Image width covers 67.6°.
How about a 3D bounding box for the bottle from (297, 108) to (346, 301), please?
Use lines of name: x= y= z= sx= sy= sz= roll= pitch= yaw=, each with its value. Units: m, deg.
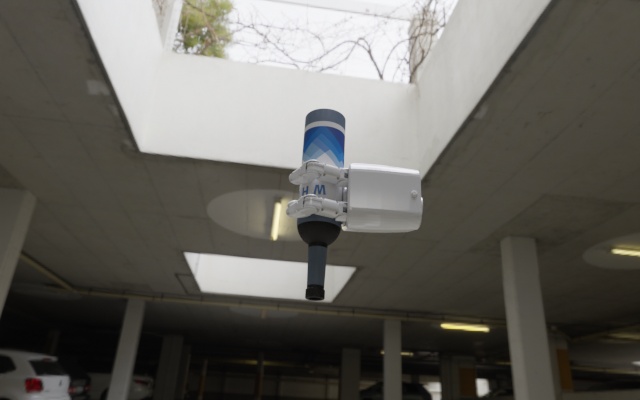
bottle: x=0.000 y=0.002 z=0.722 sx=0.069 sy=0.295 sz=0.069 roll=3 pitch=-24 yaw=1
